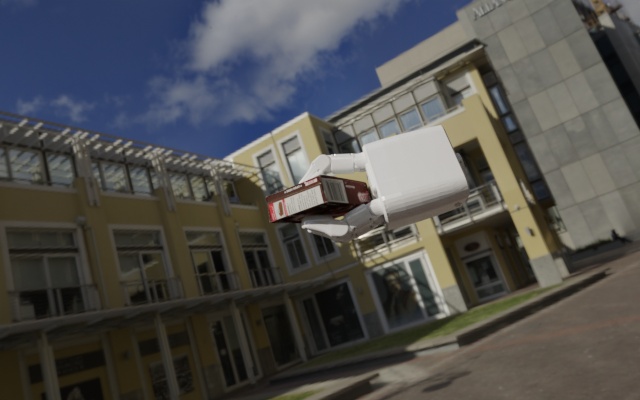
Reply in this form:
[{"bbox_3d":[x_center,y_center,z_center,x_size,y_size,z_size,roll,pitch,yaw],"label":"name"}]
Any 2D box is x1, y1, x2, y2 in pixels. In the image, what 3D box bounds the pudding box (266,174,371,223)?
[{"bbox_3d":[0.000,0.002,0.612,0.090,0.039,0.113,-21,-16,32],"label":"pudding box"}]
